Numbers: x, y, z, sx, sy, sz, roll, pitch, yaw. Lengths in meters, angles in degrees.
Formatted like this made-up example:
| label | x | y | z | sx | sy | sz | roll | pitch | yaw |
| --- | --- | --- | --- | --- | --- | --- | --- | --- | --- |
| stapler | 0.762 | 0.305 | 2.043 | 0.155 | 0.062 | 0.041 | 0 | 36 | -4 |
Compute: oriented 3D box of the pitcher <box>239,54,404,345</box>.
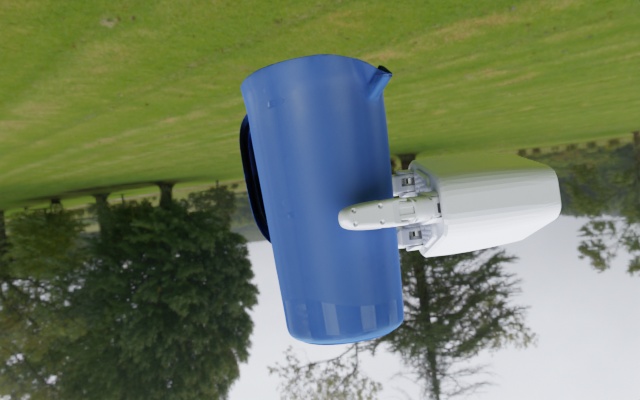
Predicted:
| label | x | y | z | sx | sy | sz | roll | pitch | yaw |
| --- | --- | --- | --- | --- | --- | --- | --- | --- | --- |
| pitcher | 0.000 | 0.001 | 0.450 | 0.145 | 0.243 | 0.149 | -7 | -3 | -5 |
